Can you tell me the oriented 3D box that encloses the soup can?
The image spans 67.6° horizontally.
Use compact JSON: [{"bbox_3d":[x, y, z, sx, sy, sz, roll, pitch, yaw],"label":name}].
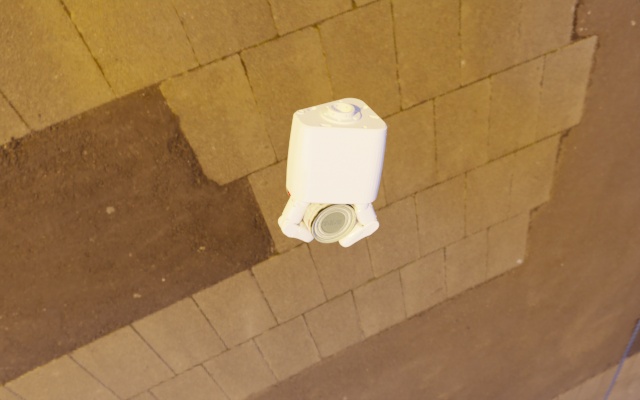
[{"bbox_3d":[0.000,0.003,0.665,0.068,0.068,0.102,0,35,-27],"label":"soup can"}]
